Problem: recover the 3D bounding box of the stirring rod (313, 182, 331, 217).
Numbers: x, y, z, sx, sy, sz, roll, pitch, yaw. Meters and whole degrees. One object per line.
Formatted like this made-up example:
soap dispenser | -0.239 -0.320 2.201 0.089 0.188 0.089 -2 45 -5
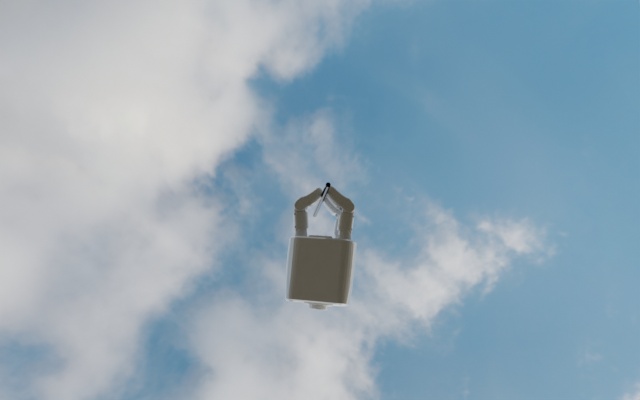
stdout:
stirring rod | 0.000 0.003 0.871 0.011 0.011 0.239 0 -13 -6
